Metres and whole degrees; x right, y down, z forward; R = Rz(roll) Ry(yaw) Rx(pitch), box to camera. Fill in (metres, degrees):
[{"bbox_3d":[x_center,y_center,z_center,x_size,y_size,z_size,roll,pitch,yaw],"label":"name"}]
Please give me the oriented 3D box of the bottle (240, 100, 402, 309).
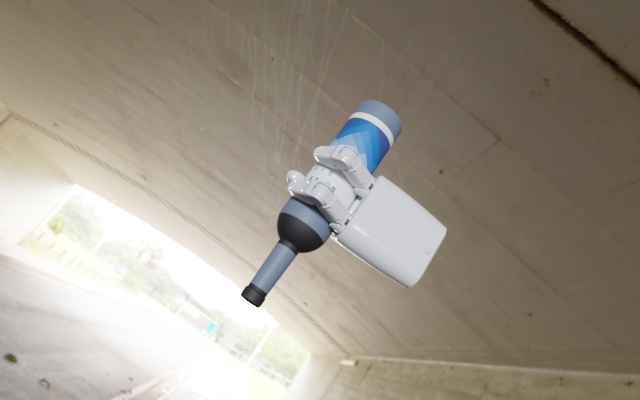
[{"bbox_3d":[0.000,0.002,0.588,0.069,0.295,0.069,31,-21,13],"label":"bottle"}]
